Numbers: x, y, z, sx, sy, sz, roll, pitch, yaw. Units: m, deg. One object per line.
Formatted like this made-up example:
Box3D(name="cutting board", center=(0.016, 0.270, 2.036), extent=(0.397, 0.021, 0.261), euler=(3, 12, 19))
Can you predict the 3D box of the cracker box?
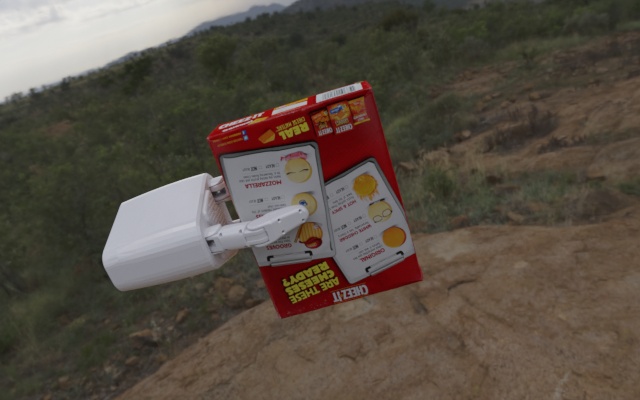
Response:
Box3D(name="cracker box", center=(0.000, 0.002, 0.504), extent=(0.164, 0.214, 0.072), euler=(-16, 21, 6))
